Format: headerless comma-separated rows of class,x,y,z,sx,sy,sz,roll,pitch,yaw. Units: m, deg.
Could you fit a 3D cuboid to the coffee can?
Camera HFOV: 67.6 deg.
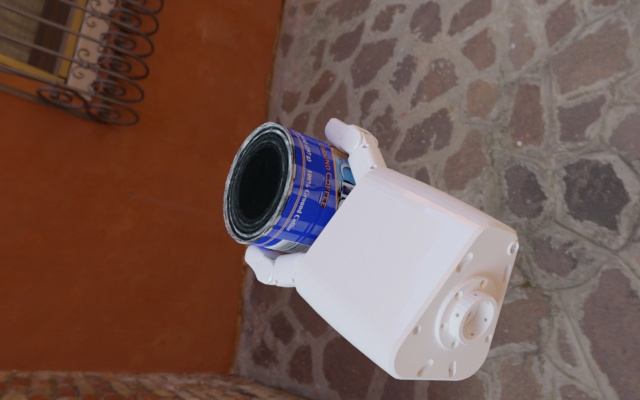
coffee can,0.000,0.001,0.429,0.140,0.103,0.103,17,-11,-37
